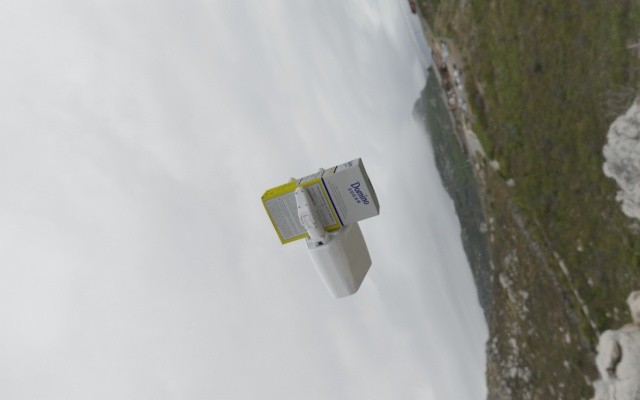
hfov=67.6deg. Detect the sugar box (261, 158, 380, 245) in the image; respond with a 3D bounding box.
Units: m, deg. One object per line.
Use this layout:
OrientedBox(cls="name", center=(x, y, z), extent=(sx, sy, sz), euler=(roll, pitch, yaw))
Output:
OrientedBox(cls="sugar box", center=(0.000, 0.002, 0.784), extent=(0.176, 0.093, 0.048), euler=(-18, 20, 15))
